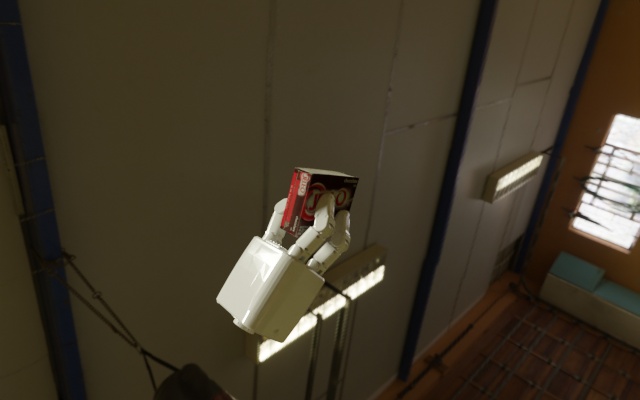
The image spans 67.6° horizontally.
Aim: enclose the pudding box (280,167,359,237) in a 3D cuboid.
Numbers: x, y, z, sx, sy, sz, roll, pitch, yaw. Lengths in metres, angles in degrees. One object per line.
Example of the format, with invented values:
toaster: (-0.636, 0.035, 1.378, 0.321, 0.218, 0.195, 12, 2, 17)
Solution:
pudding box: (0.000, 0.002, 0.680, 0.039, 0.090, 0.113, 24, 15, 34)
